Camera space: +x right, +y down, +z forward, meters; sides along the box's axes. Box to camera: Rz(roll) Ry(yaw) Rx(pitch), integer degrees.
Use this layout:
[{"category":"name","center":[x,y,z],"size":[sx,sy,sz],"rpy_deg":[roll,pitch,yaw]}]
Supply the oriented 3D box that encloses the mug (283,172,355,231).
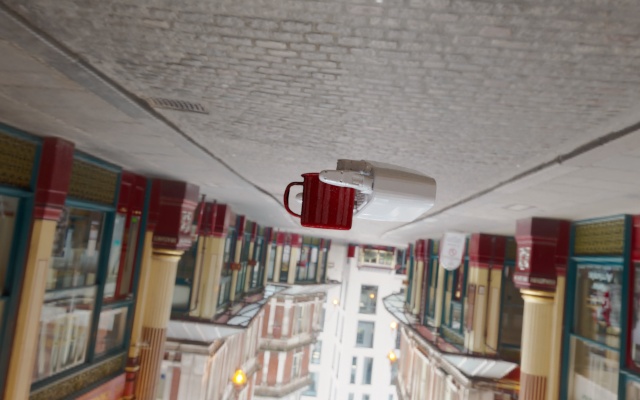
[{"category":"mug","center":[-0.001,0.002,0.744],"size":[0.117,0.081,0.093],"rpy_deg":[6,-5,-13]}]
